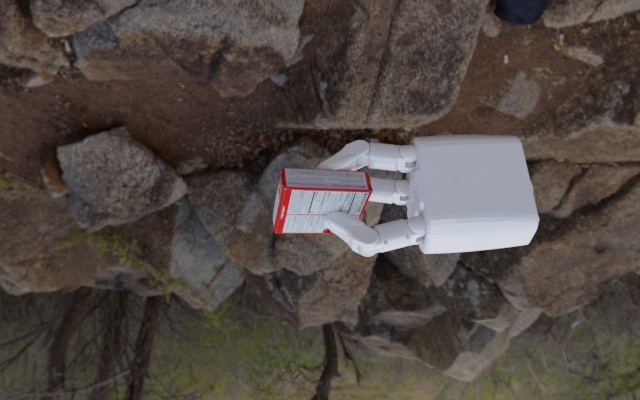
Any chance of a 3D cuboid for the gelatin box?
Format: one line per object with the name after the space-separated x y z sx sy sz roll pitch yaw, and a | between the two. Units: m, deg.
0.000 0.002 0.483 0.089 0.030 0.073 1 -39 -14 | gelatin box
